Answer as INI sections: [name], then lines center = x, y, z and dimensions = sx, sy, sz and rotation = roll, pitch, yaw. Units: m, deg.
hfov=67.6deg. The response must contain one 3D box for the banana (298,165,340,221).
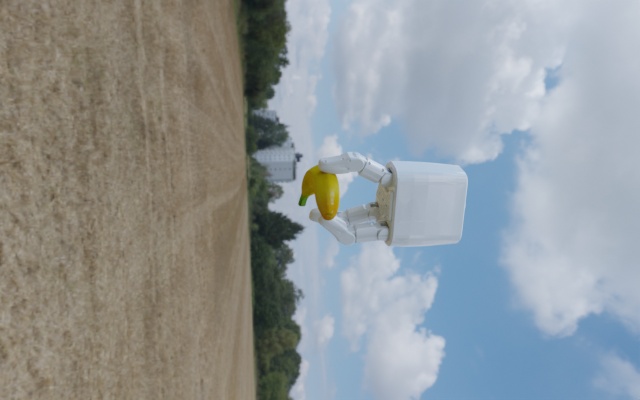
[banana]
center = 0.001, -0.017, 0.674
dimensions = 0.037, 0.069, 0.198
rotation = 3, 4, -10
